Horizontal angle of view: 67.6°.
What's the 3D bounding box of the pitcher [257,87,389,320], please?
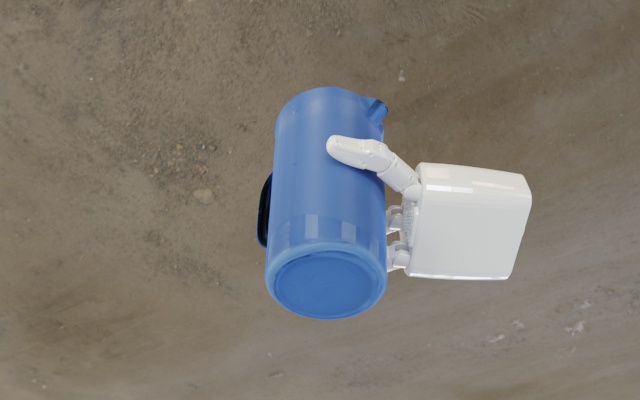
[{"bbox_3d":[0.000,0.002,0.506,0.145,0.149,0.242,5,42,-2],"label":"pitcher"}]
